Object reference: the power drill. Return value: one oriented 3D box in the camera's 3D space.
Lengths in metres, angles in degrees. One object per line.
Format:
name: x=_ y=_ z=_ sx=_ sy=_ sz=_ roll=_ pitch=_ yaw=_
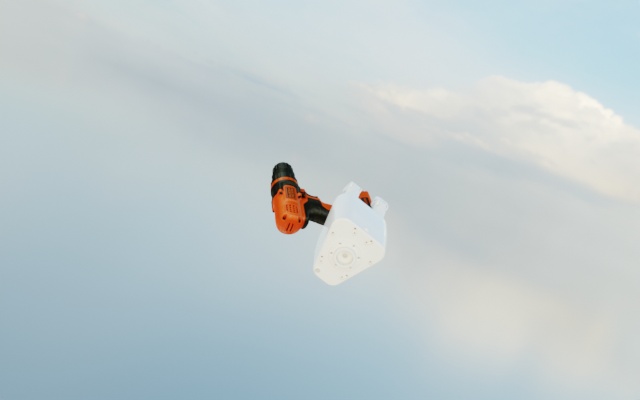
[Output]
power drill: x=0.001 y=0.003 z=0.873 sx=0.187 sy=0.057 sz=0.184 roll=10 pitch=37 yaw=-16
